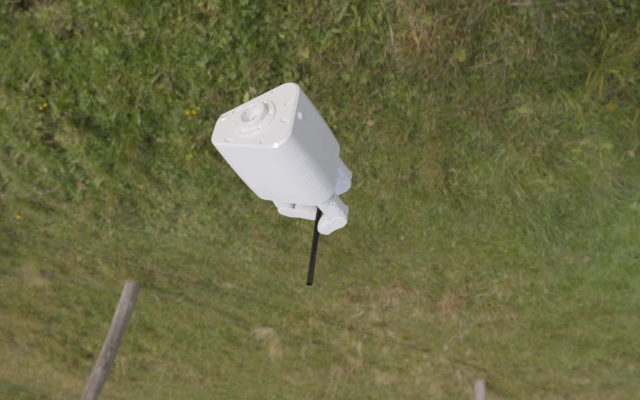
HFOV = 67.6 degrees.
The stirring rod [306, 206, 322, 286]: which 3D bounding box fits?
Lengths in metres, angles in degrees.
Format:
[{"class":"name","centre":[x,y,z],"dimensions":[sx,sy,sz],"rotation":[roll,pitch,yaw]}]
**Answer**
[{"class":"stirring rod","centre":[0.000,0.002,0.647],"dimensions":[0.011,0.239,0.011],"rotation":[6,-33,4]}]
